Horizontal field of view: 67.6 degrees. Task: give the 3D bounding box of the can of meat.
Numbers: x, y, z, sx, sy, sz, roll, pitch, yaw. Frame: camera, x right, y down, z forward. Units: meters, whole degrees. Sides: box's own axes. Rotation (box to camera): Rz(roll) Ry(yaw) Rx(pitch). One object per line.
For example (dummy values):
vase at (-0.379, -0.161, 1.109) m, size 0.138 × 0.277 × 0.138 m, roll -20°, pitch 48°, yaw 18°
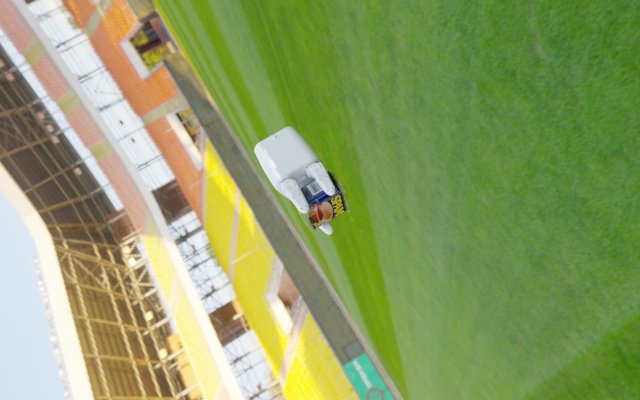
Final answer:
can of meat at (0.000, 0.003, 0.877) m, size 0.084 × 0.057 × 0.102 m, roll -30°, pitch -29°, yaw -7°
